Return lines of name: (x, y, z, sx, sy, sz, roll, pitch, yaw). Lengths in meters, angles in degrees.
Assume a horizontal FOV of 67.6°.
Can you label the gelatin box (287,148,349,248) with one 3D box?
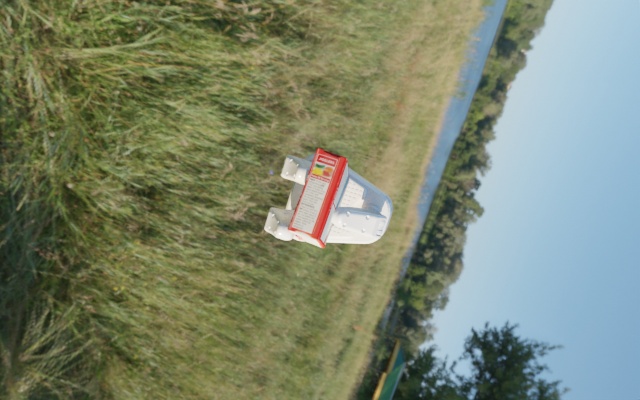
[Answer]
gelatin box: (0.000, 0.002, 0.428, 0.030, 0.073, 0.089, 19, -8, 7)
